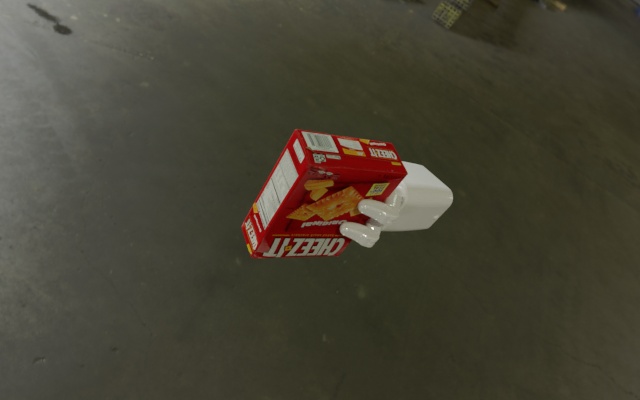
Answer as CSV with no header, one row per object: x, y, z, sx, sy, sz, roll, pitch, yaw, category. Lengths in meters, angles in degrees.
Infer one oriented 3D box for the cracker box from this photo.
0.000,0.002,0.704,0.164,0.072,0.214,3,-41,-32,cracker box
